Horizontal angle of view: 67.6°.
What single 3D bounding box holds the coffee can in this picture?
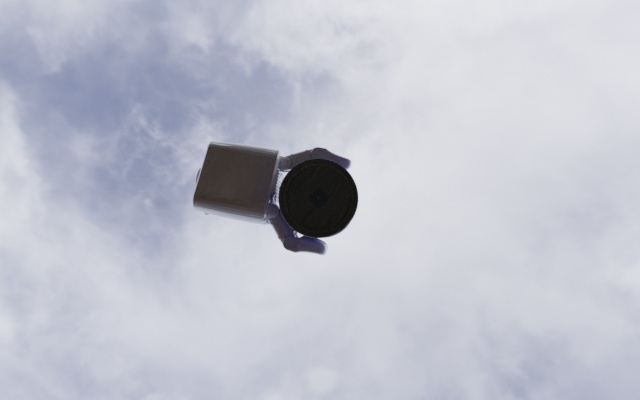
[{"bbox_3d":[0.000,0.002,0.676,0.103,0.103,0.140,0,-5,3],"label":"coffee can"}]
